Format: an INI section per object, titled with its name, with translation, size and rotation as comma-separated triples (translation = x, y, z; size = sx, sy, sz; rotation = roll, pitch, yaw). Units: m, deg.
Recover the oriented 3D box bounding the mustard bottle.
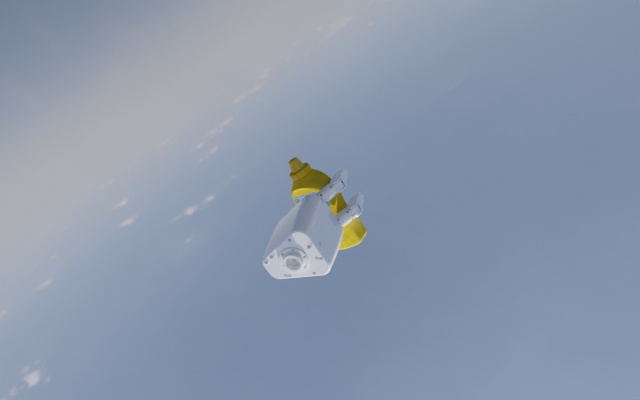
[mustard bottle]
translation = 0.000, 0.003, 0.879
size = 0.096, 0.192, 0.058
rotation = -12, 30, 47
